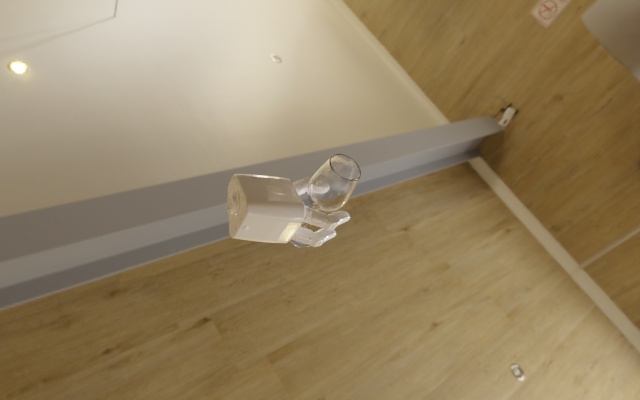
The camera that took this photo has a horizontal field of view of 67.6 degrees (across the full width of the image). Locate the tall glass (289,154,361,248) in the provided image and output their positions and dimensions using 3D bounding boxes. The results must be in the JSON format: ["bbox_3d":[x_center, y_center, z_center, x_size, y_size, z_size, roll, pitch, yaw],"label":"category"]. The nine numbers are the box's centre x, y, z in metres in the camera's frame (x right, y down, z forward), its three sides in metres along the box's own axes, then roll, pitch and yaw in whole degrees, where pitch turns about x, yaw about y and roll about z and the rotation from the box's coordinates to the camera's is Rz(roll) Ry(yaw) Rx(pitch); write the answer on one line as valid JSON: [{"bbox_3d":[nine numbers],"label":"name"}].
[{"bbox_3d":[0.000,0.003,0.890,0.079,0.079,0.201,0,-38,-34],"label":"tall glass"}]
